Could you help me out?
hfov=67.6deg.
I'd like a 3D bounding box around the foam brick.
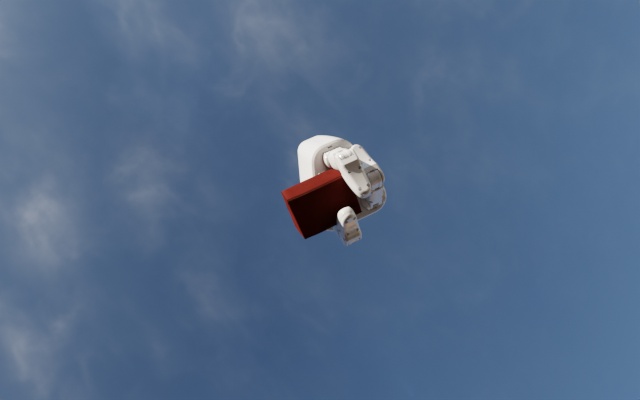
[{"bbox_3d":[0.000,0.002,0.567,0.078,0.053,0.051,-25,18,-9],"label":"foam brick"}]
